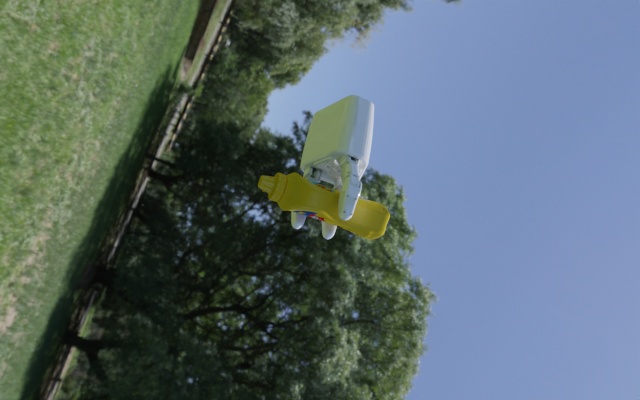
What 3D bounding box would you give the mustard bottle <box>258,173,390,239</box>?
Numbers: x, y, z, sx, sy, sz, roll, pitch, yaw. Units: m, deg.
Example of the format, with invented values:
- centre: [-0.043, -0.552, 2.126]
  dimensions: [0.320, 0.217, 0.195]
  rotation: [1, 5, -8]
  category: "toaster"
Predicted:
- centre: [0.000, 0.003, 0.705]
  dimensions: [0.191, 0.058, 0.096]
  rotation: [20, -1, -19]
  category: "mustard bottle"
